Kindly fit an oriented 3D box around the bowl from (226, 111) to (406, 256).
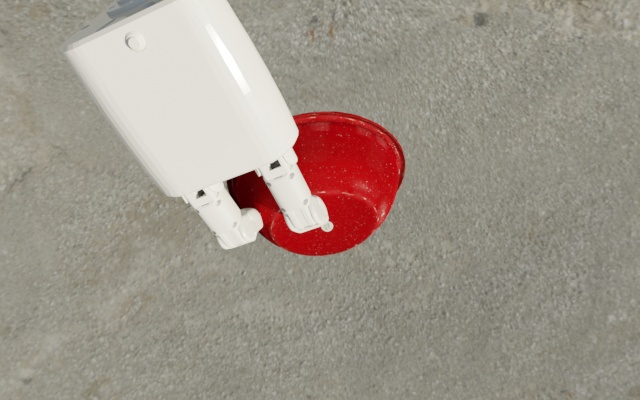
[{"bbox_3d":[0.001,0.002,0.418,0.162,0.055,0.162,-5,-39,-4],"label":"bowl"}]
